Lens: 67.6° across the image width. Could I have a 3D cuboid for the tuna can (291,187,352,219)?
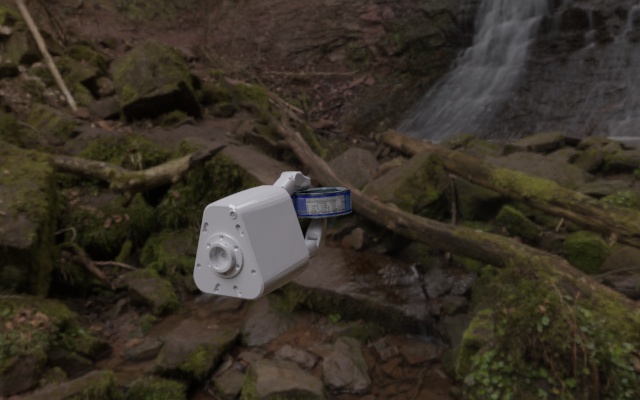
[{"bbox_3d":[0.000,0.002,0.657,0.086,0.034,0.086,-4,6,0],"label":"tuna can"}]
